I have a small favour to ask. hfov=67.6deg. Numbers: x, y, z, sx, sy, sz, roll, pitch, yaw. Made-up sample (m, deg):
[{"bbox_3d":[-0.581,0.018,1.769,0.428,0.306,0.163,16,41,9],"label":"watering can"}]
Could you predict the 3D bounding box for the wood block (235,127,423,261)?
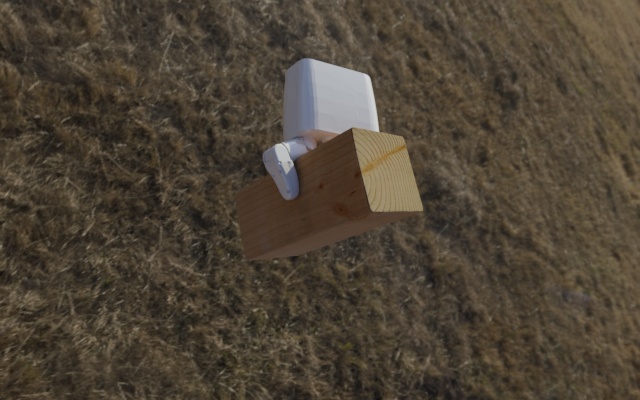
[{"bbox_3d":[0.000,0.001,0.556,0.091,0.090,0.206,2,-19,-45],"label":"wood block"}]
